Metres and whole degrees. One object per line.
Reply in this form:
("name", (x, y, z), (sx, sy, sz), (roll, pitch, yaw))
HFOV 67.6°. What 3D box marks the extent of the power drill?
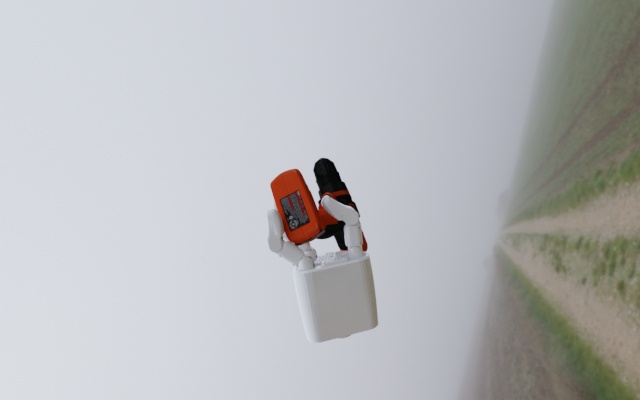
("power drill", (0.000, 0.003, 0.753), (0.057, 0.184, 0.188), (-30, -19, 24))
